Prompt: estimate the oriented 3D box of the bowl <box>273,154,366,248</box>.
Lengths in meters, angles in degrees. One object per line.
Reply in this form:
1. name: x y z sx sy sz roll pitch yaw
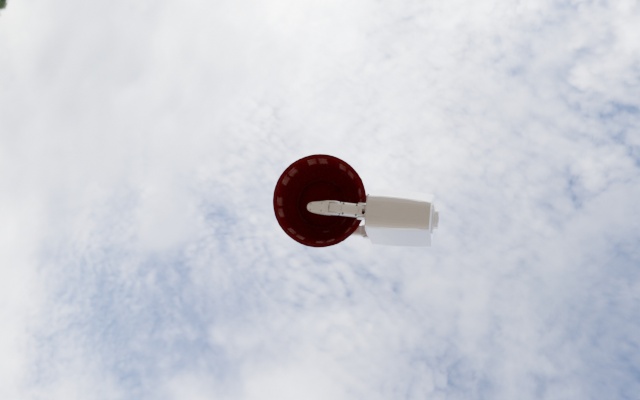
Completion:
1. bowl: -0.001 0.002 0.839 0.162 0.162 0.055 0 -7 6
